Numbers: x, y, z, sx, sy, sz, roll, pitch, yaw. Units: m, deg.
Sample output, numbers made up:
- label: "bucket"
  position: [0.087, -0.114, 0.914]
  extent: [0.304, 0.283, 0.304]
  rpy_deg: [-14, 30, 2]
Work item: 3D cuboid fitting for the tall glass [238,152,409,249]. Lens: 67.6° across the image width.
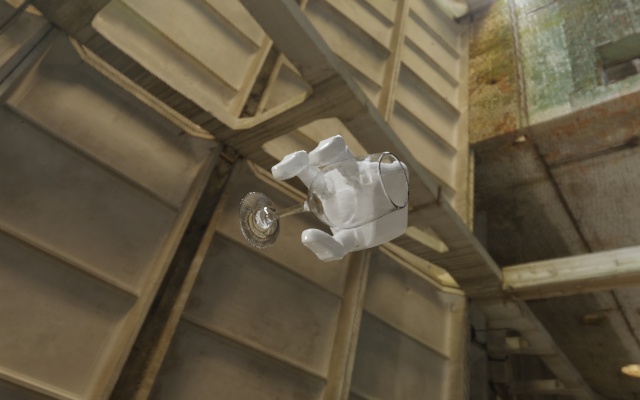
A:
- label: "tall glass"
  position: [-0.001, 0.002, 0.556]
  extent: [0.201, 0.079, 0.079]
  rpy_deg: [-17, -10, 35]
